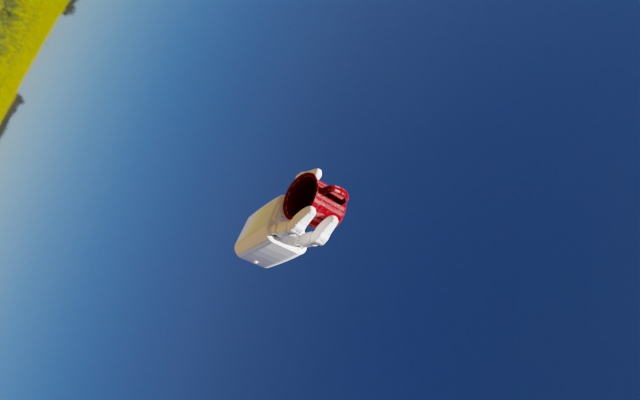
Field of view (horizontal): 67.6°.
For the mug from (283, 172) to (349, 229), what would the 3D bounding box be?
[{"bbox_3d":[0.001,0.002,0.862,0.081,0.093,0.117,28,-40,-36],"label":"mug"}]
